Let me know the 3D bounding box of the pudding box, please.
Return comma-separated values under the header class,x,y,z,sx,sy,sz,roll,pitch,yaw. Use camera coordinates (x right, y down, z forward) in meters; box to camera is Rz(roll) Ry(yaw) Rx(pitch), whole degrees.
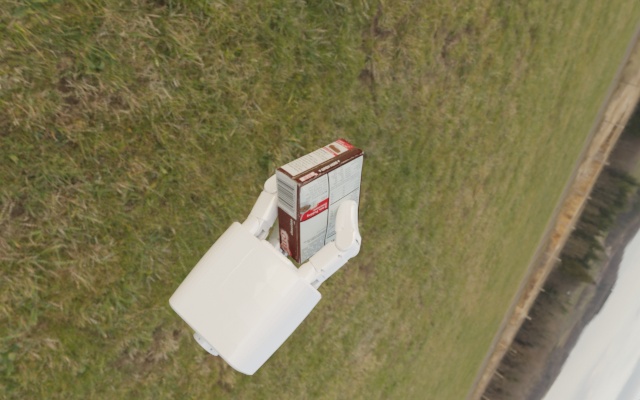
class,x,y,z,sx,sy,sz,roll,pitch,yaw
pudding box,0.000,0.002,0.508,0.090,0.114,0.039,-29,50,-31
